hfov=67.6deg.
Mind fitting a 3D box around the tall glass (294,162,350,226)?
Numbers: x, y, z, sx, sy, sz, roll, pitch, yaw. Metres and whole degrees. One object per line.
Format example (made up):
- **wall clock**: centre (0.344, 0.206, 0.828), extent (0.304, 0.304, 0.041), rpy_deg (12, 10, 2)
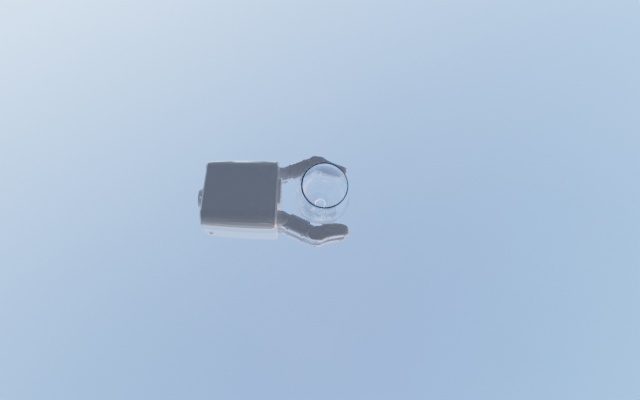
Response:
- **tall glass**: centre (0.000, 0.002, 0.710), extent (0.079, 0.079, 0.201), rpy_deg (0, -13, -4)
